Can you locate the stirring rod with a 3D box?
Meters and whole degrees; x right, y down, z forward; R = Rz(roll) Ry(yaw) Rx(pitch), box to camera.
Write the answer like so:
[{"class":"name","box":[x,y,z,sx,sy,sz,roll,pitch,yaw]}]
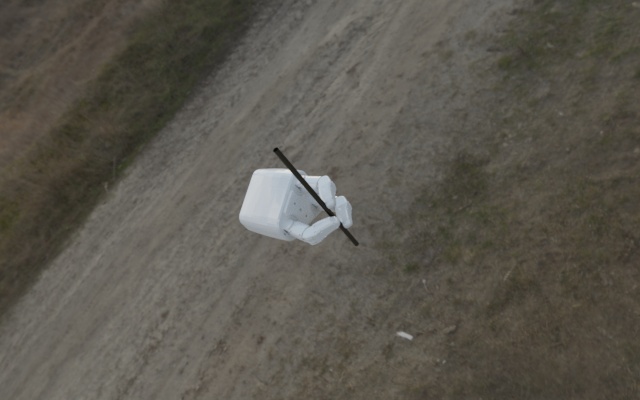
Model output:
[{"class":"stirring rod","box":[0.000,0.002,0.712,0.011,0.011,0.240,0,-36,38]}]
